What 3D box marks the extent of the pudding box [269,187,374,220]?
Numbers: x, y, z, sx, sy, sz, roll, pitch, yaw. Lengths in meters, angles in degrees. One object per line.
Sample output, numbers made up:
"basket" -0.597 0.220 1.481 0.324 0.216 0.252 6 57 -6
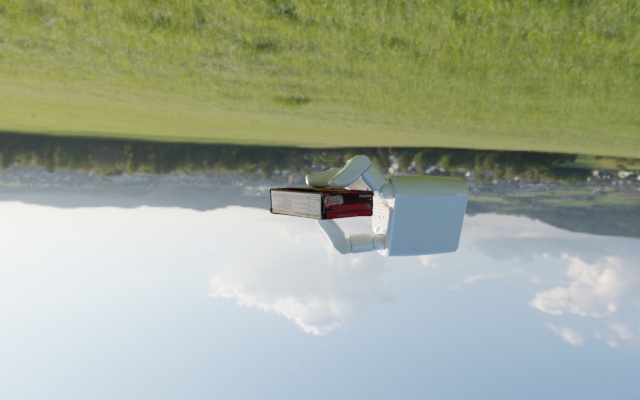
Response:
"pudding box" 0.000 0.002 0.628 0.090 0.039 0.113 -1 2 -41
